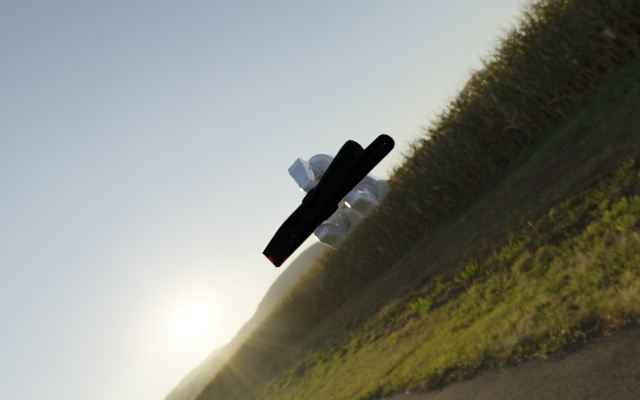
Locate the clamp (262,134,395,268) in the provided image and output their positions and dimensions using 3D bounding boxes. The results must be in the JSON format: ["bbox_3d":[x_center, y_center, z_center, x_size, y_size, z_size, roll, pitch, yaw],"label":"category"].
[{"bbox_3d":[-0.001,0.002,0.550,0.036,0.210,0.164,45,14,9],"label":"clamp"}]
